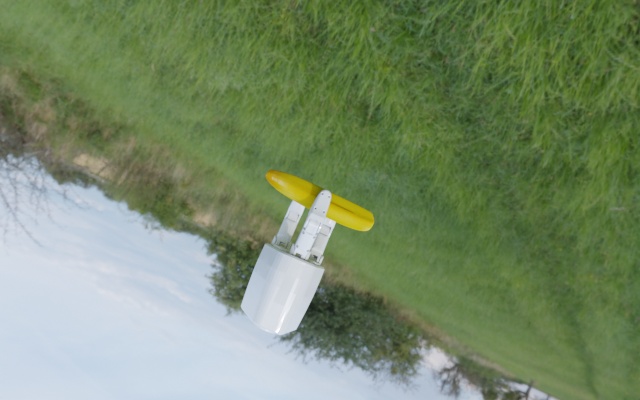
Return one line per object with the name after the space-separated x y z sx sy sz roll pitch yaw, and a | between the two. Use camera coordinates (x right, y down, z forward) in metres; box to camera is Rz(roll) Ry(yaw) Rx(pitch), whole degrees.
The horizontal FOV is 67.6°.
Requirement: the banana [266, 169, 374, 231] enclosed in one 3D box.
0.011 0.007 0.703 0.198 0.037 0.069 25 -3 -29 | banana
